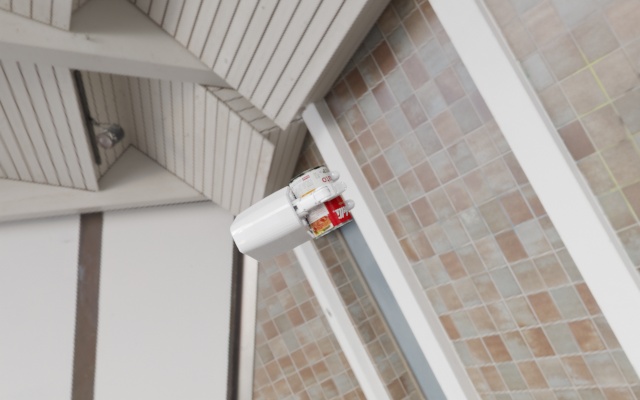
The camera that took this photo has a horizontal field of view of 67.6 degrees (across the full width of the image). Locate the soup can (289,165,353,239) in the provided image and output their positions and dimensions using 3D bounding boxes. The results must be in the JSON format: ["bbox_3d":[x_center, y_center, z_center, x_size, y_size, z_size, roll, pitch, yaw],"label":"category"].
[{"bbox_3d":[0.000,0.002,0.772,0.068,0.102,0.068,-27,-6,-3],"label":"soup can"}]
